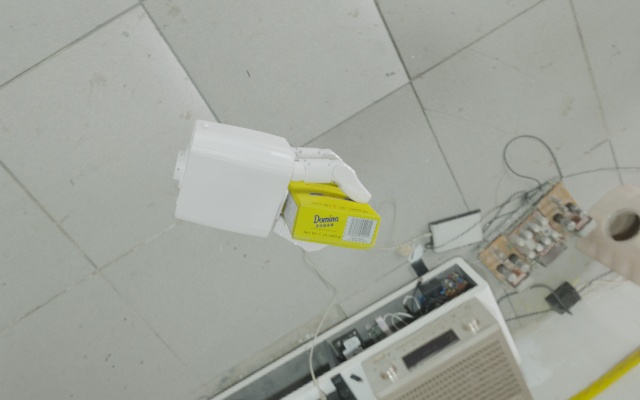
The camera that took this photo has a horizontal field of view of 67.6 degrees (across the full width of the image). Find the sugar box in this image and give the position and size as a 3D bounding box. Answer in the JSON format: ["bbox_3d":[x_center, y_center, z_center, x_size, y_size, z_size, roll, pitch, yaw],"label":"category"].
[{"bbox_3d":[0.000,0.001,0.577,0.093,0.048,0.176,10,18,-16],"label":"sugar box"}]
